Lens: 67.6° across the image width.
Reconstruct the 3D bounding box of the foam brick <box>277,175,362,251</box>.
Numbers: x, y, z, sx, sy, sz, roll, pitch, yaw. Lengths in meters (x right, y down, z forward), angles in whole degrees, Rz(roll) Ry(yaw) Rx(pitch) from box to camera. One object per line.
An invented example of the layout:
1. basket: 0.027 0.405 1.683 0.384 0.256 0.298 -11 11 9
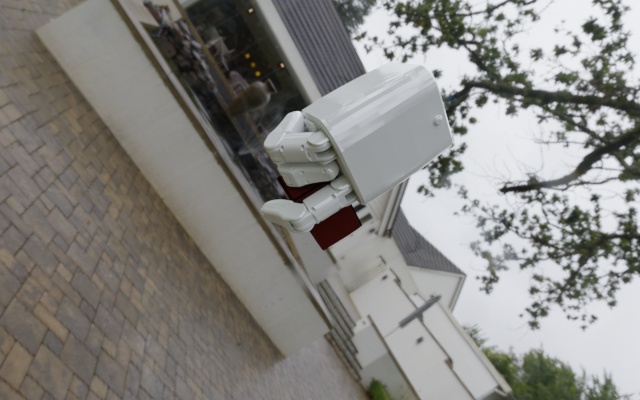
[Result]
1. foam brick: 0.000 0.002 0.494 0.051 0.078 0.053 -32 39 -4
